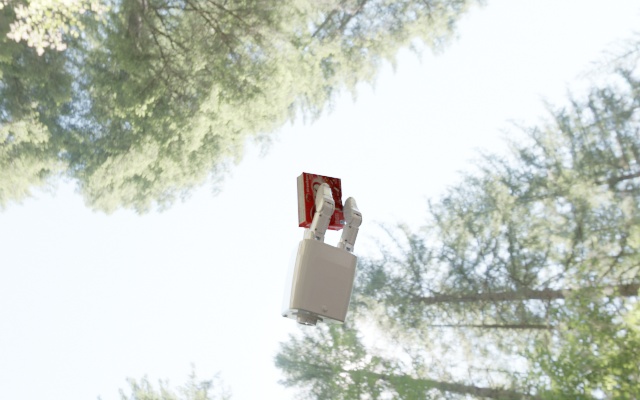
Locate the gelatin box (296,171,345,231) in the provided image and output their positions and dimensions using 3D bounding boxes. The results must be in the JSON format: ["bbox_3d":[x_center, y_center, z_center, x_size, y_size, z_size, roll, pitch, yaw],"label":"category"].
[{"bbox_3d":[0.000,0.002,0.772,0.073,0.089,0.030,8,-23,-29],"label":"gelatin box"}]
